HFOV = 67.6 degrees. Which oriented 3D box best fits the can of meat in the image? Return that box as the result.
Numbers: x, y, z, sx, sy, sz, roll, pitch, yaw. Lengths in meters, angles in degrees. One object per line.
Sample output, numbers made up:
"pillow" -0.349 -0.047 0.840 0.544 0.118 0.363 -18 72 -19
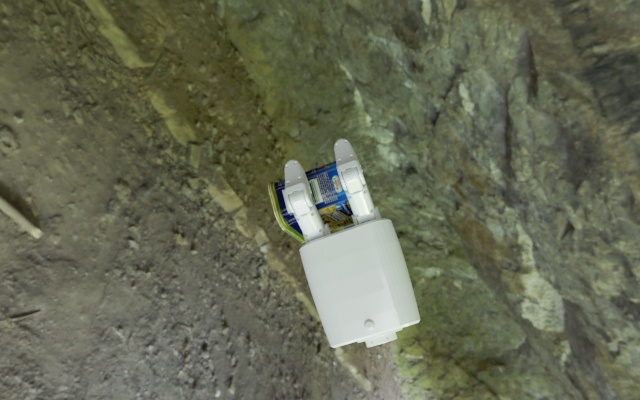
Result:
"can of meat" 0.000 0.002 0.537 0.084 0.057 0.102 -19 -21 9
